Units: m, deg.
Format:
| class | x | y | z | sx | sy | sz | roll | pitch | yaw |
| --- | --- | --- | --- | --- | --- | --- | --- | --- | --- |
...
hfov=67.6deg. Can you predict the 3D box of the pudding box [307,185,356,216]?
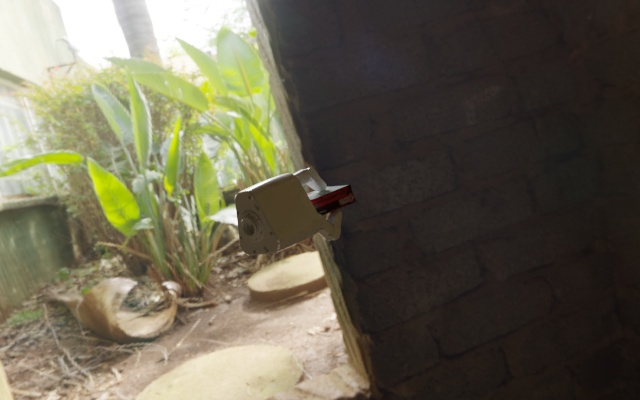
| class | x | y | z | sx | sy | sz | roll | pitch | yaw |
| --- | --- | --- | --- | --- | --- | --- | --- | --- | --- |
| pudding box | 0.000 | 0.003 | 0.882 | 0.090 | 0.039 | 0.113 | -20 | 9 | -21 |
